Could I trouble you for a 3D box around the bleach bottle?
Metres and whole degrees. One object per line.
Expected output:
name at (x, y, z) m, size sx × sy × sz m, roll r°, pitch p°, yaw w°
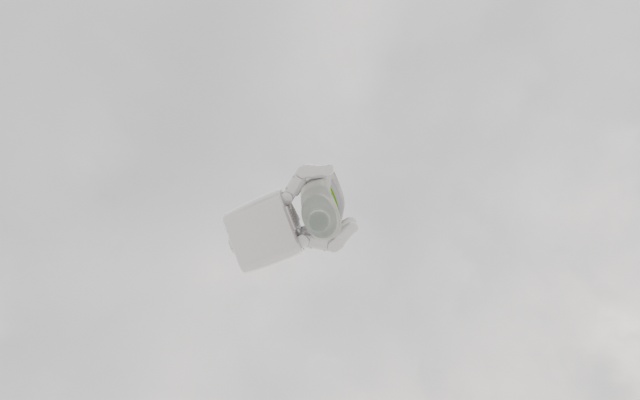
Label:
bleach bottle at (0.000, 0.003, 0.783) m, size 0.068 × 0.102 × 0.251 m, roll -22°, pitch 7°, yaw 6°
